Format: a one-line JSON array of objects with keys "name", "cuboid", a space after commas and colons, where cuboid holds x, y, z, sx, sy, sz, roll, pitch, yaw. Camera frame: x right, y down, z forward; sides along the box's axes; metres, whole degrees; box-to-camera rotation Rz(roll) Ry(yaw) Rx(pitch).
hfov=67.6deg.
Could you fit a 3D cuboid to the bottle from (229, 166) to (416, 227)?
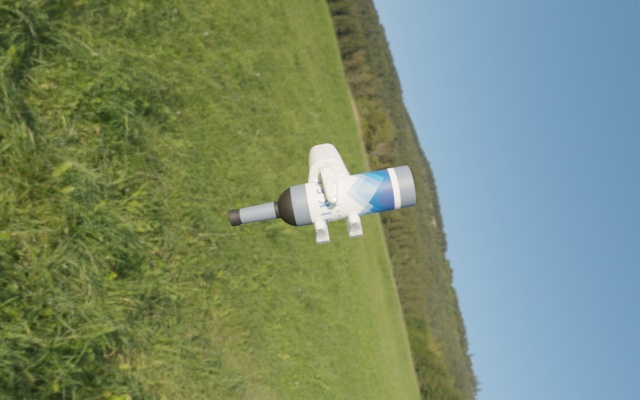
[{"name": "bottle", "cuboid": [0.000, 0.002, 0.769, 0.296, 0.069, 0.069, -10, 0, 0]}]
